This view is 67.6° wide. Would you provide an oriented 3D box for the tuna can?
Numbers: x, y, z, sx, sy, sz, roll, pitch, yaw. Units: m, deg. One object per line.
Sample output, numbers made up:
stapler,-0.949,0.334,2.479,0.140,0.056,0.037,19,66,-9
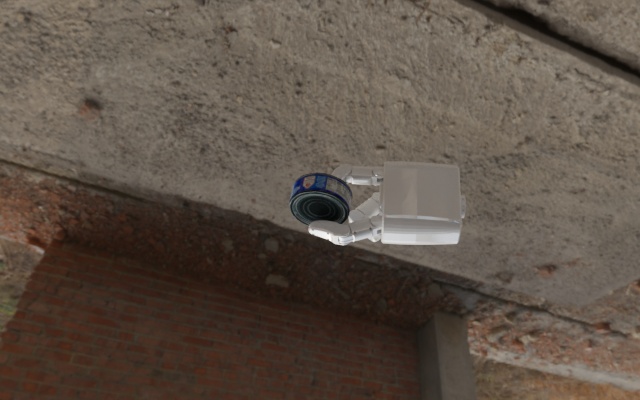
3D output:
tuna can,0.000,0.003,0.664,0.086,0.033,0.086,7,-39,6
